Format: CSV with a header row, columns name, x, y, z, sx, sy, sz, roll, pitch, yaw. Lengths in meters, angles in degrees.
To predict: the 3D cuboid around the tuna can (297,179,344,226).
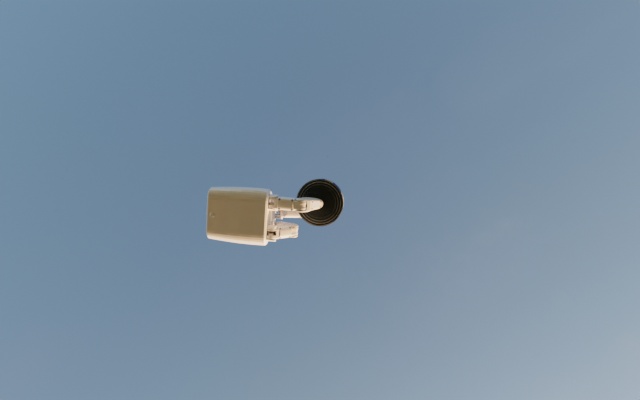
name,x,y,z,sx,sy,sz,roll,pitch,yaw
tuna can,0.000,0.003,0.871,0.086,0.086,0.034,0,5,6
